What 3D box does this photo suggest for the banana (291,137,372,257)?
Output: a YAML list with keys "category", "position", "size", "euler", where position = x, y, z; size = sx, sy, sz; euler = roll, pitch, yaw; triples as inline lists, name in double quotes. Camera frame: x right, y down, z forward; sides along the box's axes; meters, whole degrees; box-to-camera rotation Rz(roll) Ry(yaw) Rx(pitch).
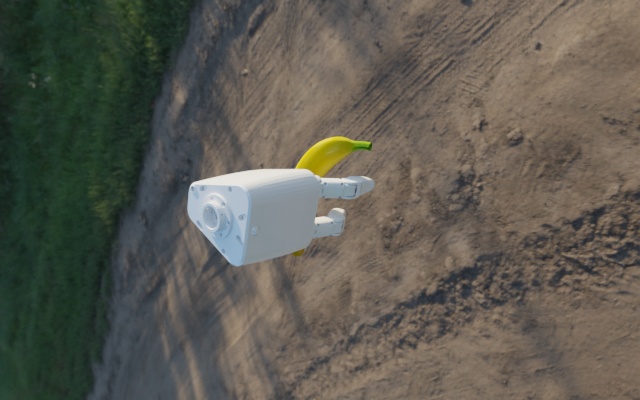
- category: "banana"
  position: [-0.012, -0.012, 0.630]
  size: [0.069, 0.198, 0.037]
  euler: [41, 29, 15]
